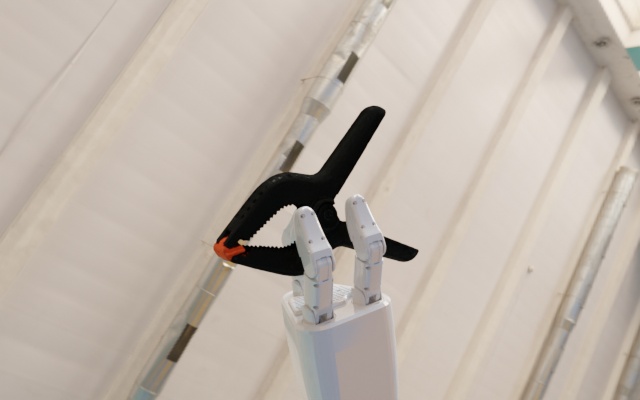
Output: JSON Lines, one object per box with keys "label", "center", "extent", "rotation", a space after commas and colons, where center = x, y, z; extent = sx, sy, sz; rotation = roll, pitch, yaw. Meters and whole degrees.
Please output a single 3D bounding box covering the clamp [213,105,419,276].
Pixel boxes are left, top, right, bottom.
{"label": "clamp", "center": [-0.001, 0.002, 0.448], "extent": [0.210, 0.164, 0.036], "rotation": [-13, 7, -30]}
